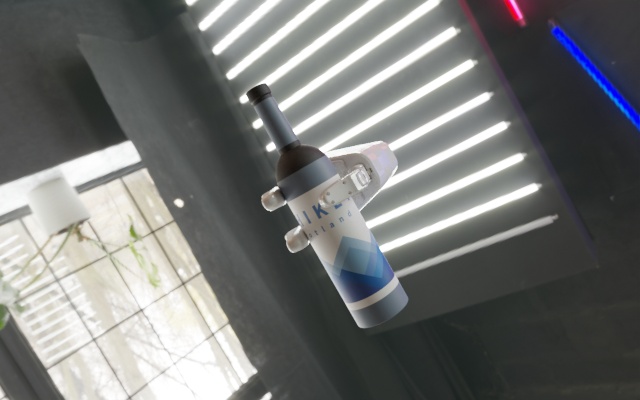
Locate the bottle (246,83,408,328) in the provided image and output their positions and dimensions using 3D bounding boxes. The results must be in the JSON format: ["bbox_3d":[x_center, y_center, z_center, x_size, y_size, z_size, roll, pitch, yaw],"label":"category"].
[{"bbox_3d":[0.000,0.002,0.545,0.069,0.296,0.069,-30,4,2],"label":"bottle"}]
